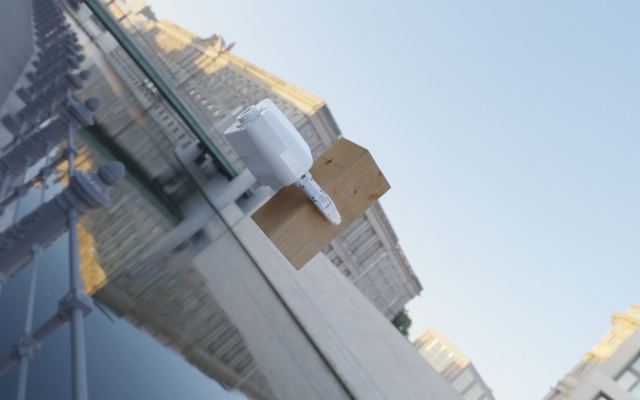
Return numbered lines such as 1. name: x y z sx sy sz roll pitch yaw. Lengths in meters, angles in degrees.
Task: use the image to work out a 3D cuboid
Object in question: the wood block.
1. wood block: 0.000 0.002 0.785 0.206 0.090 0.090 -41 33 -7
